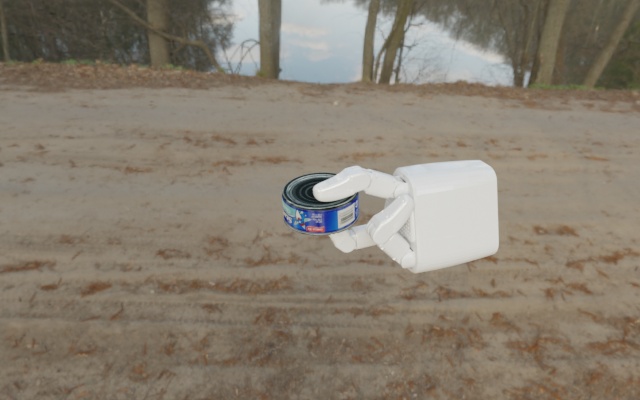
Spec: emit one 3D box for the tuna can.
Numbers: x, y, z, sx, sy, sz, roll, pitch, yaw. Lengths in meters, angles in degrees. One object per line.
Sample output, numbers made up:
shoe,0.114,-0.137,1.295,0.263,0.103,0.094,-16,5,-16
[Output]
tuna can,0.000,0.001,0.529,0.086,0.034,0.086,-2,30,1
